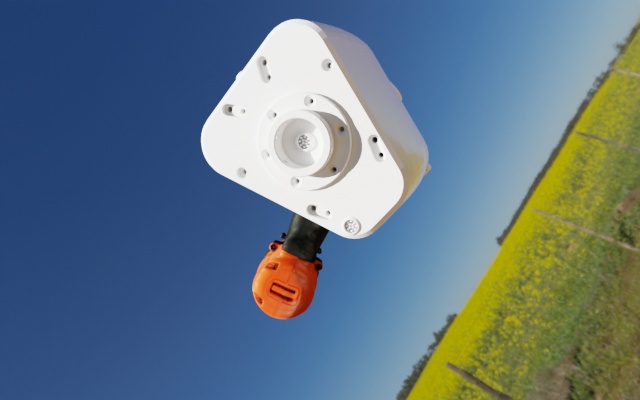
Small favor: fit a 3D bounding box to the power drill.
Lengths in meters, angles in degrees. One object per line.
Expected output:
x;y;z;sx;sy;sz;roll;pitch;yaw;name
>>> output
0.000;0.001;0.426;0.057;0.187;0.184;22;2;-3;power drill
